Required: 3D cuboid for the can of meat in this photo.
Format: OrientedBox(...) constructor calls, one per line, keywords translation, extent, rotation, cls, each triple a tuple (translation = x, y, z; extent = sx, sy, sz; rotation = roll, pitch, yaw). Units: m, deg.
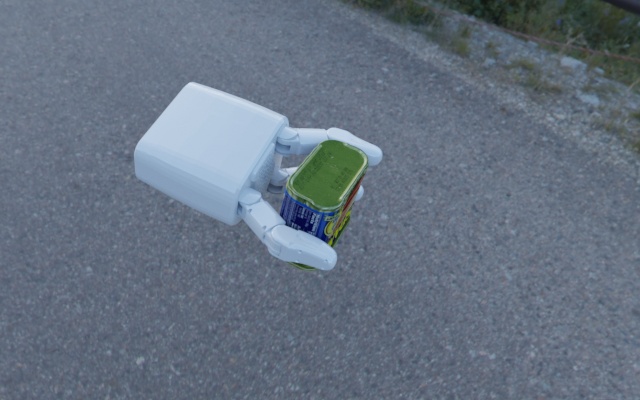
OrientedBox(translation=(0.000, 0.001, 0.452), extent=(0.057, 0.084, 0.102), rotation=(26, 44, 10), cls="can of meat")
